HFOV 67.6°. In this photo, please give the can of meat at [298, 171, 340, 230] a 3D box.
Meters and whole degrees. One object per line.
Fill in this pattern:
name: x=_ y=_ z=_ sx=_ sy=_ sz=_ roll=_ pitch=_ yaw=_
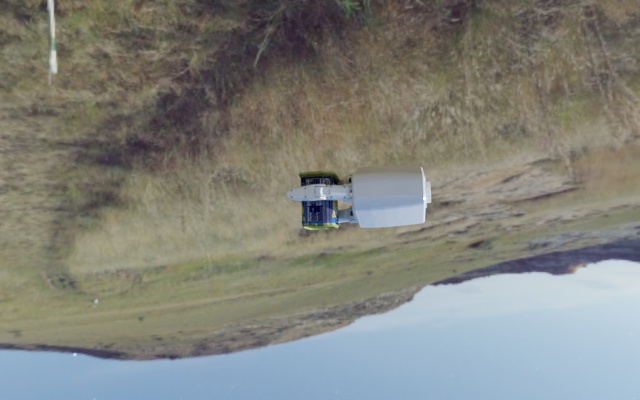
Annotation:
can of meat: x=0.000 y=0.003 z=0.761 sx=0.057 sy=0.084 sz=0.102 roll=-3 pitch=-6 yaw=7
